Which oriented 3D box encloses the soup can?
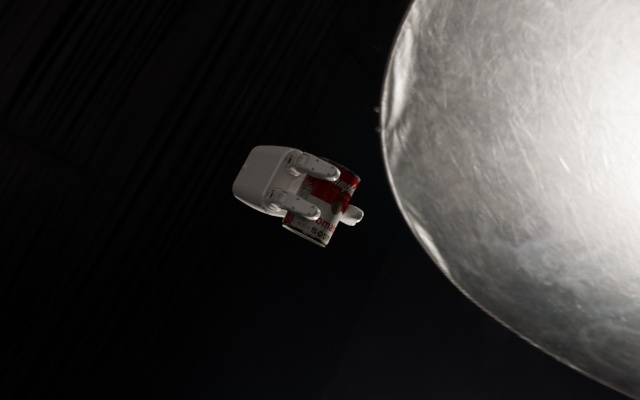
[{"bbox_3d":[0.000,0.002,0.636,0.068,0.102,0.068,27,-7,4],"label":"soup can"}]
